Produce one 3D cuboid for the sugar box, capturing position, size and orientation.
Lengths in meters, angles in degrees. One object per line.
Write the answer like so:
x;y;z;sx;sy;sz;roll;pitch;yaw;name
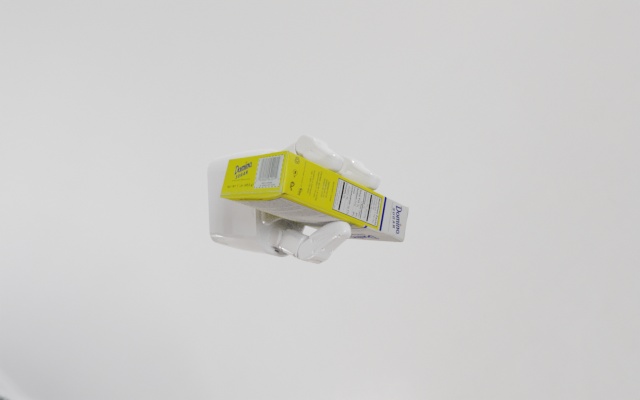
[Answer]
0.000;0.001;0.481;0.093;0.048;0.176;-1;-14;46;sugar box
